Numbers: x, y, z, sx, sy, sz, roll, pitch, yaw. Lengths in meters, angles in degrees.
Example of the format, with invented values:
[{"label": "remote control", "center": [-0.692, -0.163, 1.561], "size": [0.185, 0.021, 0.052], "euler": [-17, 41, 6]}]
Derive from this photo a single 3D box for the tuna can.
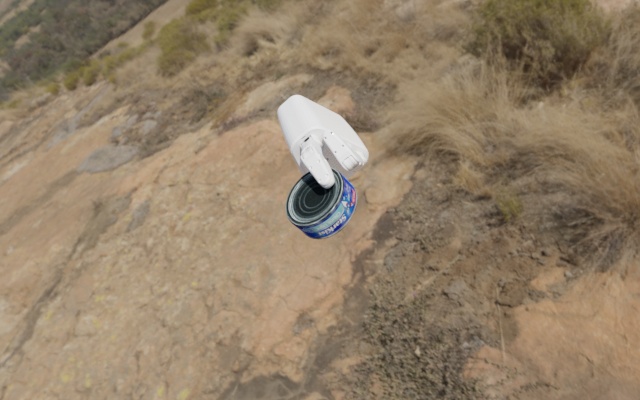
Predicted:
[{"label": "tuna can", "center": [0.000, 0.002, 0.582], "size": [0.086, 0.086, 0.034], "euler": [0, -30, 39]}]
